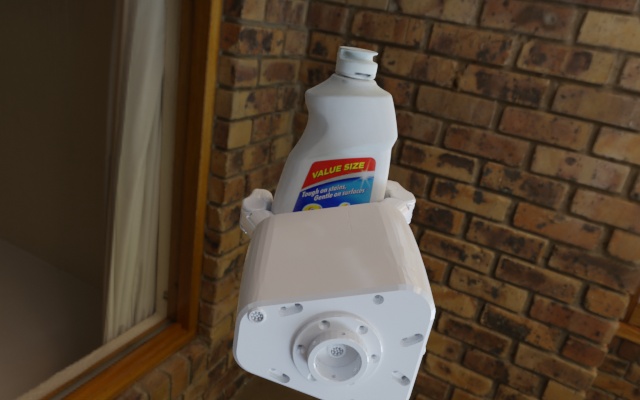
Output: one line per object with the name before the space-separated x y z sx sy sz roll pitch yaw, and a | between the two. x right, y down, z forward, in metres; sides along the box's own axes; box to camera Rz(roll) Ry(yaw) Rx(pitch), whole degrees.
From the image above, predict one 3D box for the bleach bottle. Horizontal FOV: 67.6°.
bleach bottle | 0.000 0.001 0.401 0.102 0.251 0.068 9 22 -3
